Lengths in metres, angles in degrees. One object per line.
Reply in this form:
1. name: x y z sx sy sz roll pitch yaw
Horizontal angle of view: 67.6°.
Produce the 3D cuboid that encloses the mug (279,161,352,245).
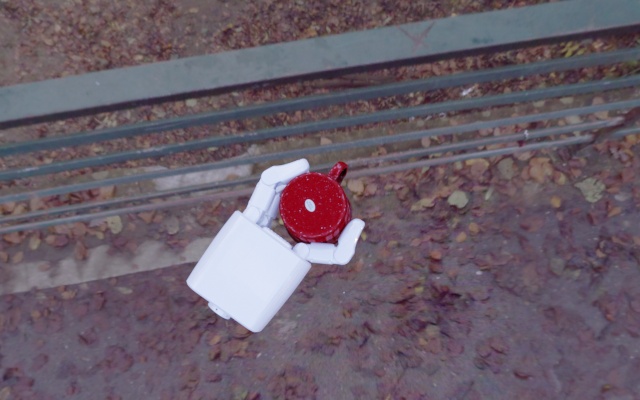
1. mug: 0.001 0.001 0.598 0.093 0.117 0.081 34 -6 8
